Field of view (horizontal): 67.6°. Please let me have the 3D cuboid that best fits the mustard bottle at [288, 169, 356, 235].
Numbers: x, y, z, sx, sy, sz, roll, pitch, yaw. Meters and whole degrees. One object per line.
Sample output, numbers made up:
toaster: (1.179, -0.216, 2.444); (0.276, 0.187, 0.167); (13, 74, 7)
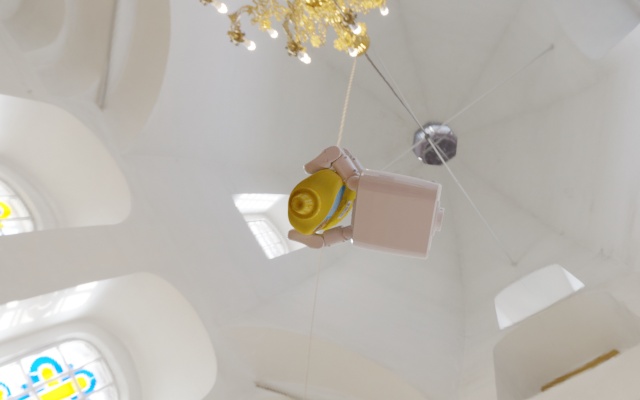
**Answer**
mustard bottle: (0.000, 0.002, 0.671); (0.058, 0.096, 0.191); (36, 11, 12)
